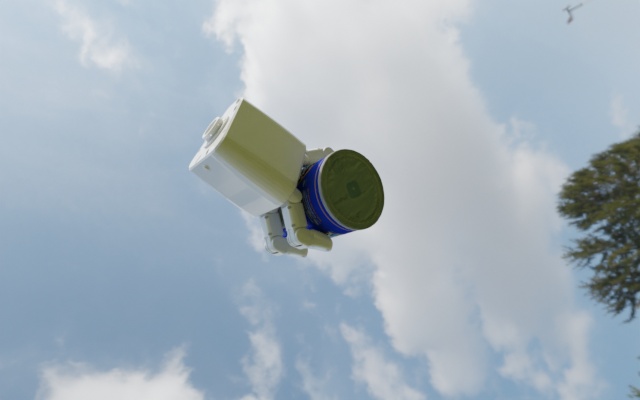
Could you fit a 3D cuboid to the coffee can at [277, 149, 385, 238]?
[{"bbox_3d":[0.000,0.002,0.635,0.103,0.102,0.140,0,-14,-38],"label":"coffee can"}]
